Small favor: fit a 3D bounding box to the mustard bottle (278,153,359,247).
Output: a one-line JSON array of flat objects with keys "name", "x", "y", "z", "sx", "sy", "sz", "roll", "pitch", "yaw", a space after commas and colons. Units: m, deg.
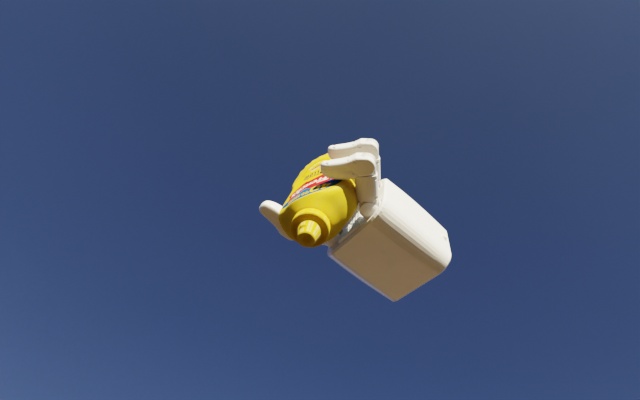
[{"name": "mustard bottle", "x": 0.000, "y": 0.001, "z": 0.558, "sx": 0.096, "sy": 0.058, "sz": 0.191, "roll": -23, "pitch": 18, "yaw": 18}]
